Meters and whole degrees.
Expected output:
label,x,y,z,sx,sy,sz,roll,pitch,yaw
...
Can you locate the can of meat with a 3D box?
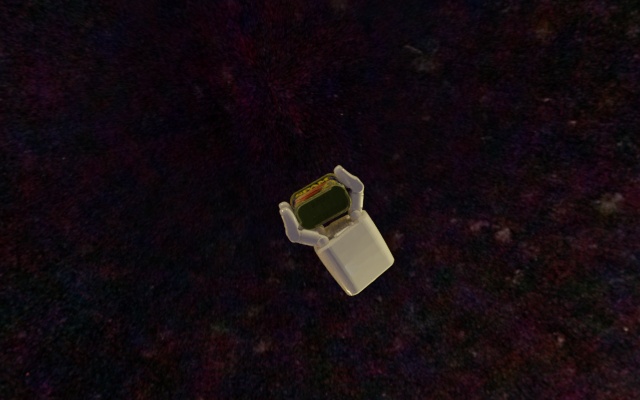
label,x,y,z,sx,sy,sz,roll,pitch,yaw
can of meat,0.000,0.003,0.839,0.102,0.057,0.084,-30,15,2
